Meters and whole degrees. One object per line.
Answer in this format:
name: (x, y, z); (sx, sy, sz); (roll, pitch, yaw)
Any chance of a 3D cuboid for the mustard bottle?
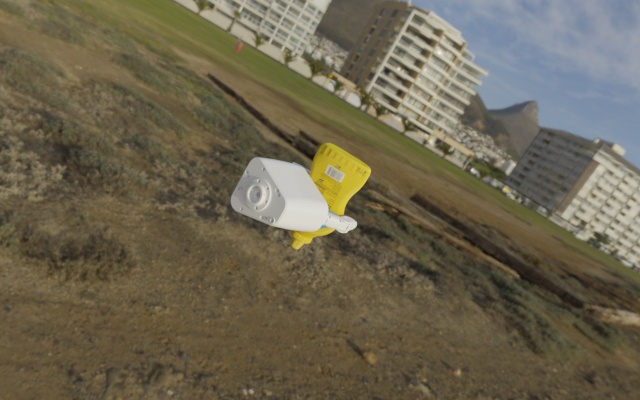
mustard bottle: (0.000, 0.002, 0.830); (0.096, 0.192, 0.058); (32, 14, 7)
